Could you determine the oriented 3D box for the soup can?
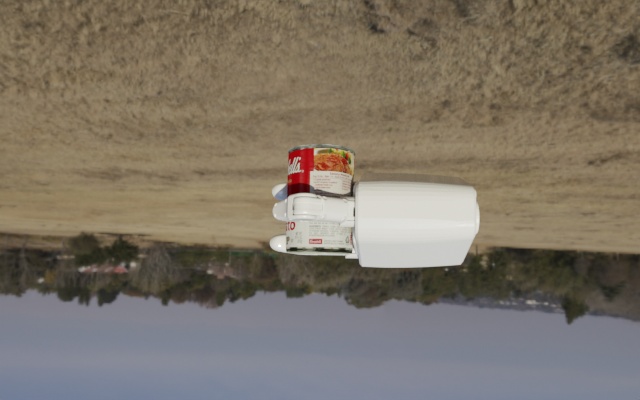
[{"bbox_3d":[0.000,0.002,0.475,0.068,0.102,0.068,1,-8,0],"label":"soup can"}]
